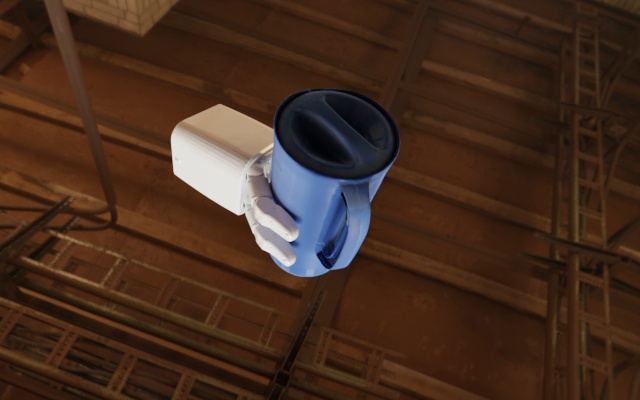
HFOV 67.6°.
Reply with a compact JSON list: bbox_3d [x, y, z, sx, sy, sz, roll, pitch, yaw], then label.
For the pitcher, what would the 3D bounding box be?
[{"bbox_3d":[0.000,0.002,0.576,0.145,0.149,0.243,29,-37,10],"label":"pitcher"}]
